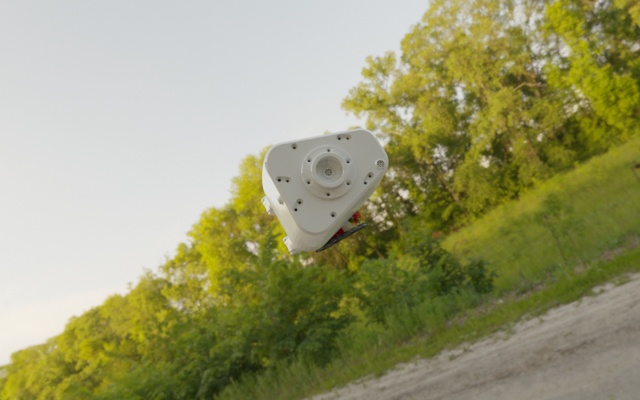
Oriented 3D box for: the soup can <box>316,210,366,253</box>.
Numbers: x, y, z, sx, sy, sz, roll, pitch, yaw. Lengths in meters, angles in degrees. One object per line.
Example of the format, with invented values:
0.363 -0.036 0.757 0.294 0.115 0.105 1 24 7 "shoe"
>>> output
0.000 0.002 0.569 0.068 0.102 0.068 -29 -8 -4 "soup can"
